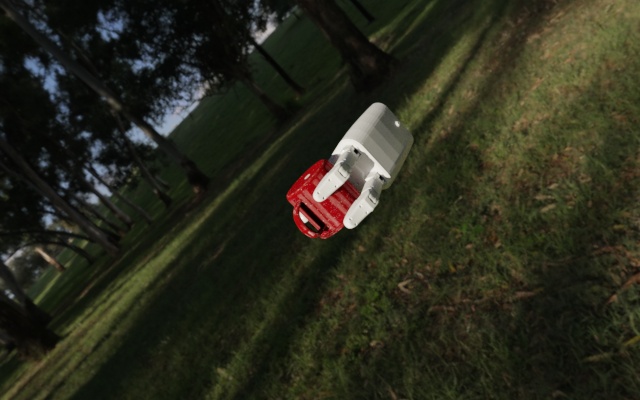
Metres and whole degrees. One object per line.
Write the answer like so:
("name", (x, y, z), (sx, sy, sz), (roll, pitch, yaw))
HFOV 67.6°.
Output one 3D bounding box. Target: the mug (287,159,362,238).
("mug", (-0.001, 0.003, 0.688), (0.093, 0.081, 0.117), (-31, 18, 51))
